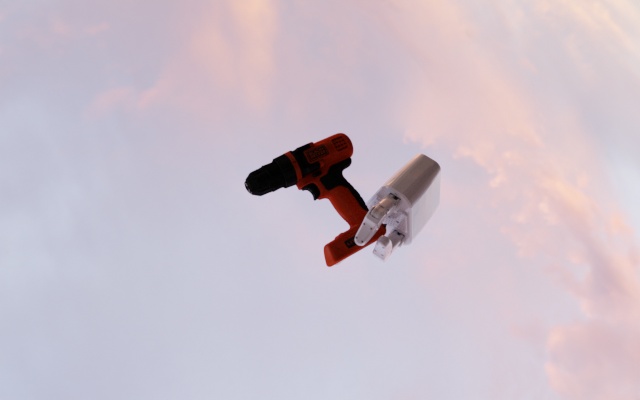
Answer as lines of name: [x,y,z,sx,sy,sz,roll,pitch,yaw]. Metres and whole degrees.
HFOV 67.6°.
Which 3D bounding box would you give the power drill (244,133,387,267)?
power drill: [0.001,0.003,0.729,0.184,0.187,0.057,-26,-9,-17]
